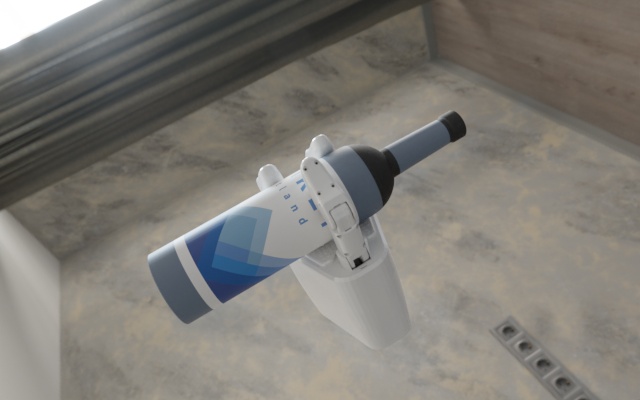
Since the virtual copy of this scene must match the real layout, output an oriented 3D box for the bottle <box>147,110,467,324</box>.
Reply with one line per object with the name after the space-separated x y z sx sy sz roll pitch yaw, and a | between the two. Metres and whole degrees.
0.000 0.001 0.418 0.295 0.069 0.069 -30 5 -9 | bottle
